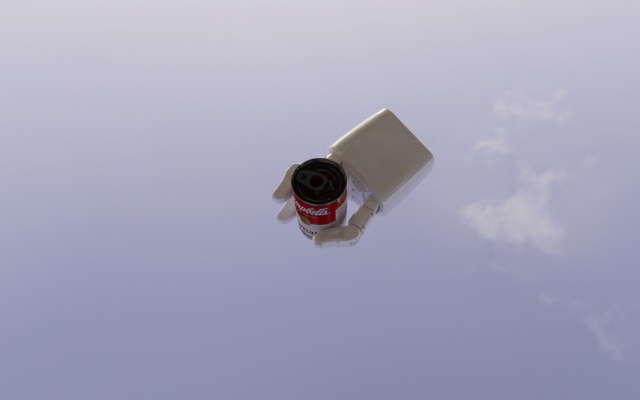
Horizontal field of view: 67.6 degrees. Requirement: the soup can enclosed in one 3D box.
[{"bbox_3d":[0.000,0.003,0.613,0.068,0.068,0.102,0,-31,2],"label":"soup can"}]
